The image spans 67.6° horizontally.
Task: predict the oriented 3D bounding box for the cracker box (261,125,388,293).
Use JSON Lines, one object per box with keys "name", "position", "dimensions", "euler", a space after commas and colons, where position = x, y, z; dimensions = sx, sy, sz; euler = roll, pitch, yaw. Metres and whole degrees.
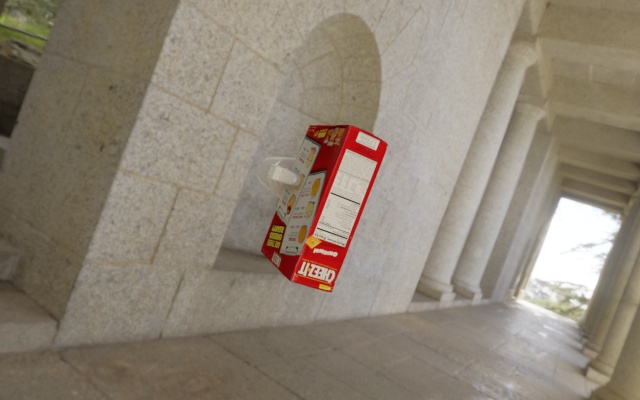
{"name": "cracker box", "position": [0.000, 0.002, 0.680], "dimensions": [0.072, 0.213, 0.164], "euler": [20, 1, -22]}
